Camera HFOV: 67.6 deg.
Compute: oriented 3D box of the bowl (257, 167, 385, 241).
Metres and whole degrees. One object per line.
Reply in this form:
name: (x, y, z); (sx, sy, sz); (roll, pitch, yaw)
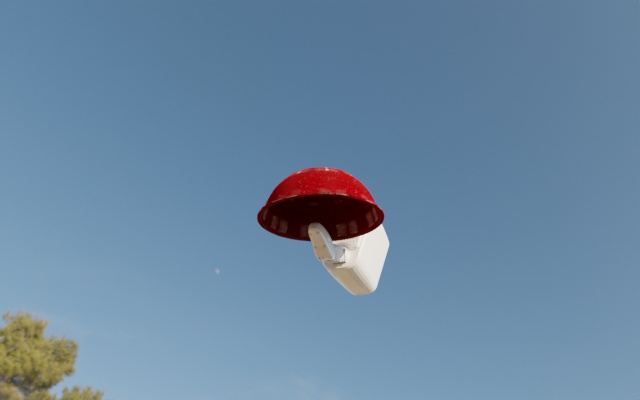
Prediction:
bowl: (0.000, 0.001, 0.615); (0.162, 0.055, 0.162); (-1, -24, 0)
